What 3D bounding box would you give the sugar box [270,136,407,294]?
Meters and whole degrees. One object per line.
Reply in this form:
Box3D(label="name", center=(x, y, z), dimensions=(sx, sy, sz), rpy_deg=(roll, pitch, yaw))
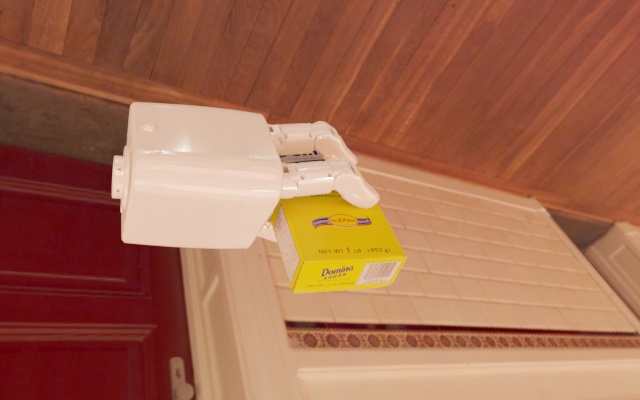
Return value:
Box3D(label="sugar box", center=(0.000, 0.001, 0.438), dimensions=(0.093, 0.048, 0.176), rpy_deg=(1, 43, -24))
